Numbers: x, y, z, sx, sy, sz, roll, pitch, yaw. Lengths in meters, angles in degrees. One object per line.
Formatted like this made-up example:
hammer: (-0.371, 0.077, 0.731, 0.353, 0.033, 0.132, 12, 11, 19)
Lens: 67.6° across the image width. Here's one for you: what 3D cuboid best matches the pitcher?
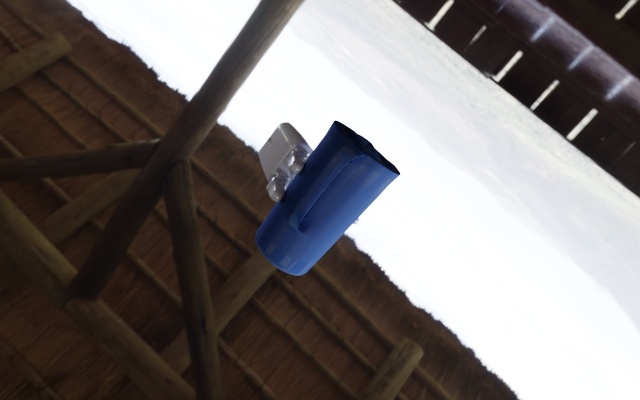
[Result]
pitcher: (0.000, 0.002, 0.760, 0.149, 0.243, 0.145, 28, 18, -35)
